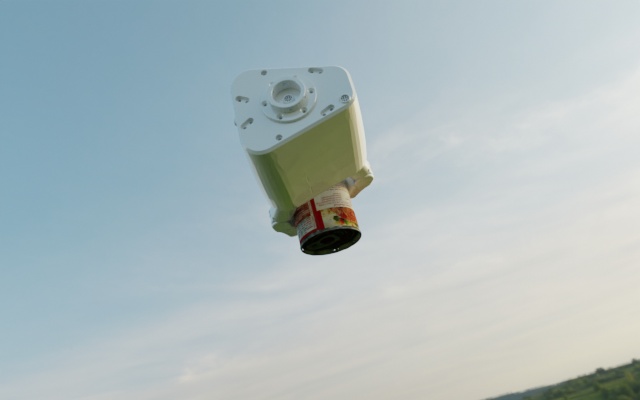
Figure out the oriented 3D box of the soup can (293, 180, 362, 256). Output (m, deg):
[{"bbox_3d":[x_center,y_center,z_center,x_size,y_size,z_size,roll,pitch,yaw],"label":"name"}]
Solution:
[{"bbox_3d":[0.000,0.002,0.536,0.068,0.102,0.068,-12,-27,-6],"label":"soup can"}]
